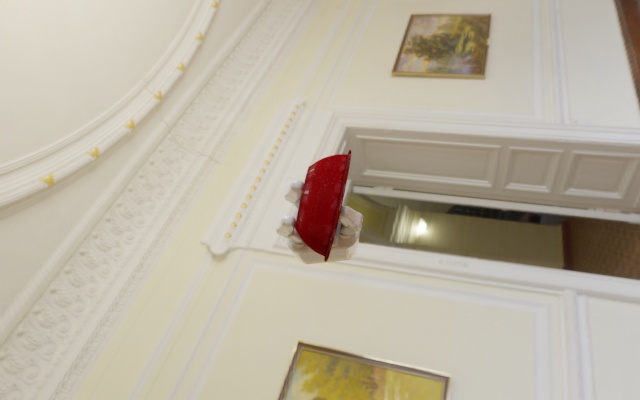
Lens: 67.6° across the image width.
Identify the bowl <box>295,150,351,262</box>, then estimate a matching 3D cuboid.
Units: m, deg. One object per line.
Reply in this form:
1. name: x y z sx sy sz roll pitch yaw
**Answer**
1. bowl: 0.000 0.001 0.674 0.055 0.162 0.162 13 0 -1
